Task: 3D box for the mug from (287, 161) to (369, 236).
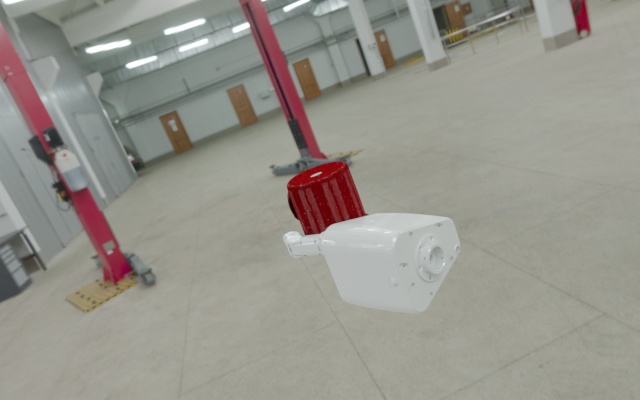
[{"bbox_3d":[-0.001,0.002,0.614,0.093,0.081,0.117,-33,20,-36],"label":"mug"}]
